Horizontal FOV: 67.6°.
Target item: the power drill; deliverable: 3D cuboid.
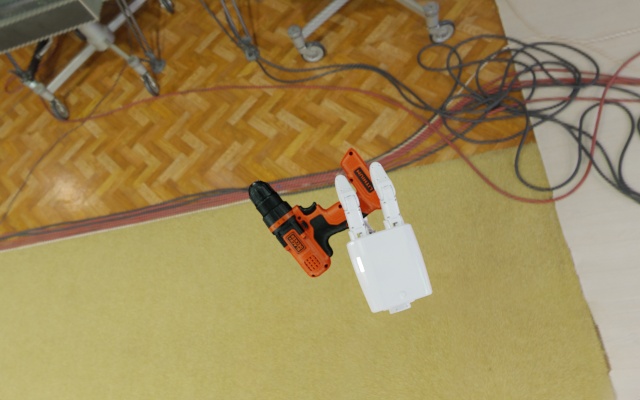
[{"bbox_3d":[0.001,0.002,0.758,0.188,0.184,0.057,-38,1,10],"label":"power drill"}]
